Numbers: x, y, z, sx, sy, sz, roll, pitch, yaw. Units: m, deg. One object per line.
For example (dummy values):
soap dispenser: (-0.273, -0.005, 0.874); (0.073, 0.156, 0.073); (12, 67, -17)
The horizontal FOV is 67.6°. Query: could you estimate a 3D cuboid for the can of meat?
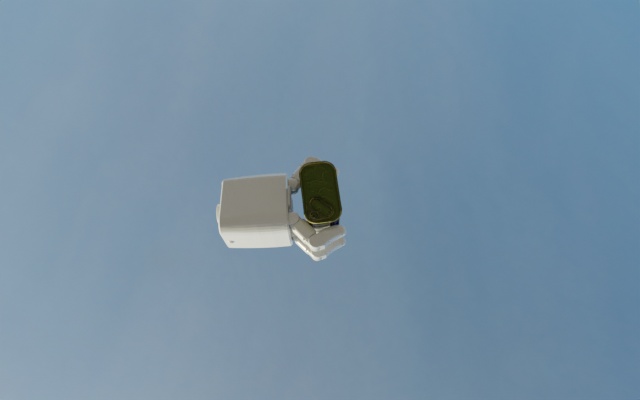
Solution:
can of meat: (0.000, 0.002, 0.754); (0.057, 0.102, 0.084); (-7, -23, -2)
